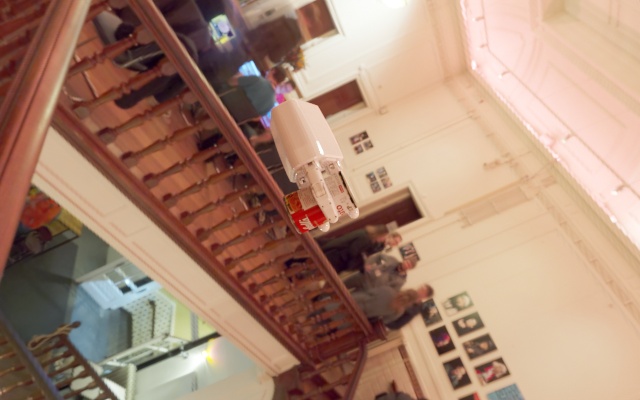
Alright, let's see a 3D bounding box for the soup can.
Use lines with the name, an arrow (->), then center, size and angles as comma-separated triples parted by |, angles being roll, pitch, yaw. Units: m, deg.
soup can -> 0.001, 0.003, 0.766 | 0.102, 0.068, 0.068 | -25, -3, 6
